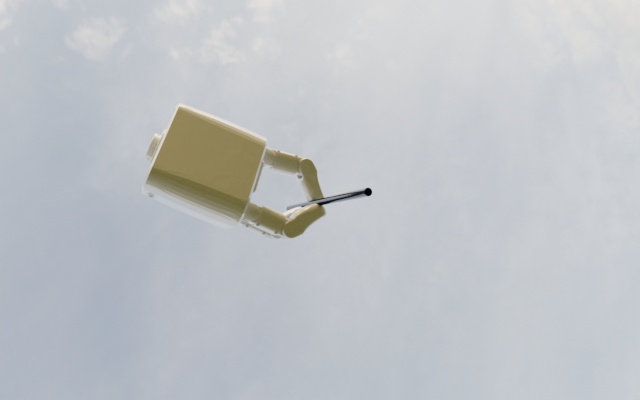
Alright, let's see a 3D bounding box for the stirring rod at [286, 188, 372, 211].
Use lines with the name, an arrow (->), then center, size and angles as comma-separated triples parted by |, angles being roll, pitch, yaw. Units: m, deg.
stirring rod -> 0.000, 0.002, 0.542 | 0.011, 0.011, 0.239 | 0, -5, -21
